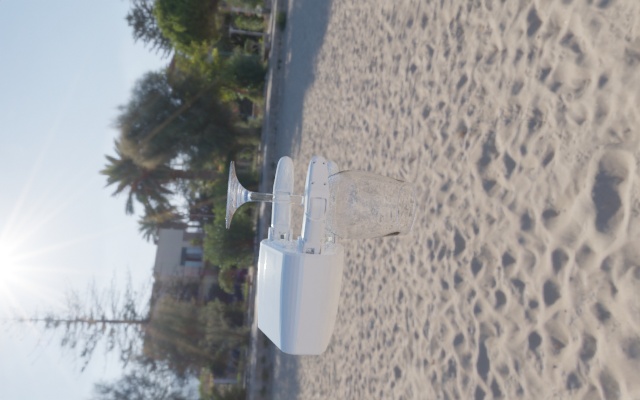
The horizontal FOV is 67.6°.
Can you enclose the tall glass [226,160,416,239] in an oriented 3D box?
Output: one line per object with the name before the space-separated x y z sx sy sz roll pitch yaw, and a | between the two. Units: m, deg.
tall glass | -0.001 0.002 0.529 0.201 0.079 0.079 4 -1 -9
